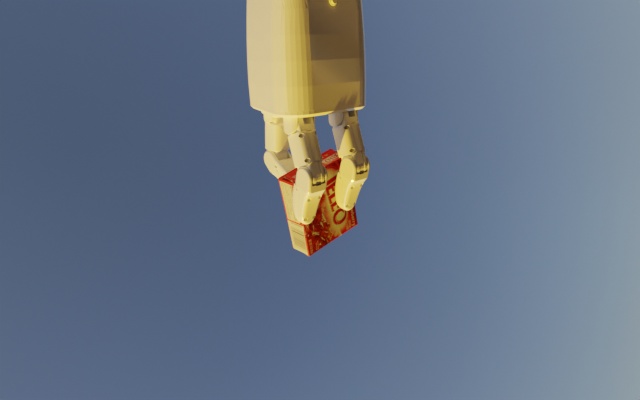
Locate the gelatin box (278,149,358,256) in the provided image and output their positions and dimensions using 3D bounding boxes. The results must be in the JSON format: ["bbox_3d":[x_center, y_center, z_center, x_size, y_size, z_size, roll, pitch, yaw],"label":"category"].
[{"bbox_3d":[0.000,0.002,0.493,0.073,0.089,0.030,-31,36,-32],"label":"gelatin box"}]
